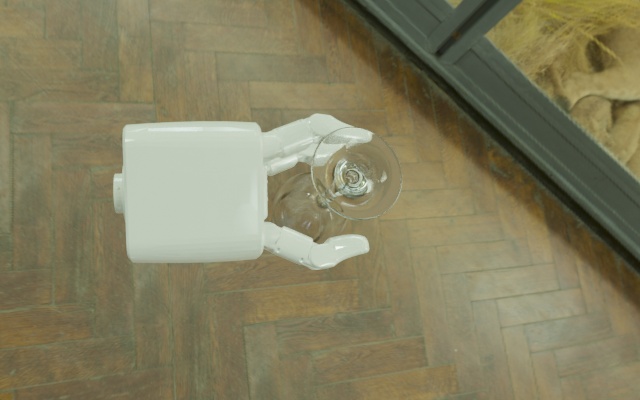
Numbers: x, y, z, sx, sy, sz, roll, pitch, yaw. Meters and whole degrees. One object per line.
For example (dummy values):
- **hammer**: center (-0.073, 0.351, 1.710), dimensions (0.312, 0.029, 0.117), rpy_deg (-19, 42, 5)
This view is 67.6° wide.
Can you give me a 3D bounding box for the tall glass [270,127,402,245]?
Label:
- **tall glass**: center (0.000, 0.001, 0.455), dimensions (0.079, 0.079, 0.201), rpy_deg (0, -13, -17)
